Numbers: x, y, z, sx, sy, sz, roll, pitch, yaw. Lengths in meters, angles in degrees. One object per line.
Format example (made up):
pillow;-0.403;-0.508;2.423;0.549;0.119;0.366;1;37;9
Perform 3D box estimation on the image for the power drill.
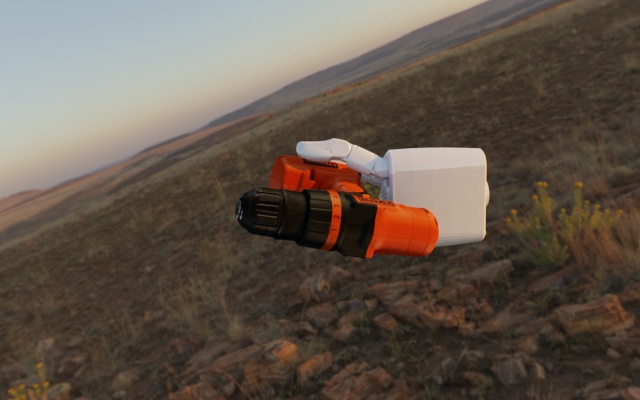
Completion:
power drill;0.000;0.001;0.480;0.184;0.057;0.187;10;14;-18
